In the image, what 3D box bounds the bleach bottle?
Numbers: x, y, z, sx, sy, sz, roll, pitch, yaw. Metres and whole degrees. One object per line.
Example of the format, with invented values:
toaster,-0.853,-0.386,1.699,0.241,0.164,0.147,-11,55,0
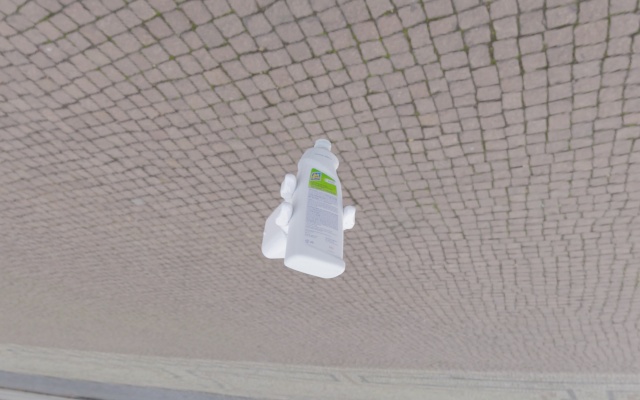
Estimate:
bleach bottle,0.000,0.003,0.846,0.102,0.250,0.068,20,-32,-23
